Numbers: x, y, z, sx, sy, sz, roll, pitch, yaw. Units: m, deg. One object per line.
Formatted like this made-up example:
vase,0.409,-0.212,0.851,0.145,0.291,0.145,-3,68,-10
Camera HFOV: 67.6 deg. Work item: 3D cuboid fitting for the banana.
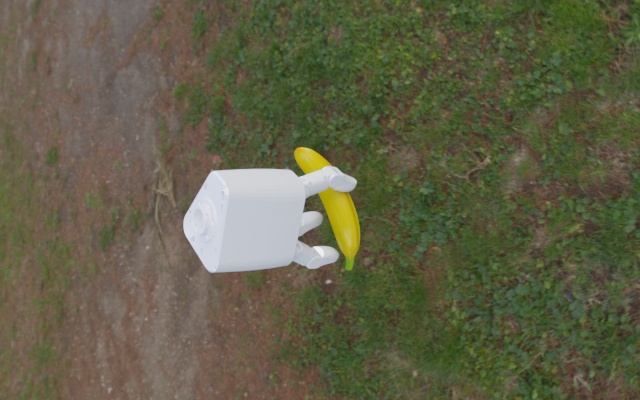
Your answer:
banana,0.011,-0.004,0.659,0.037,0.197,0.070,-6,-25,-37
